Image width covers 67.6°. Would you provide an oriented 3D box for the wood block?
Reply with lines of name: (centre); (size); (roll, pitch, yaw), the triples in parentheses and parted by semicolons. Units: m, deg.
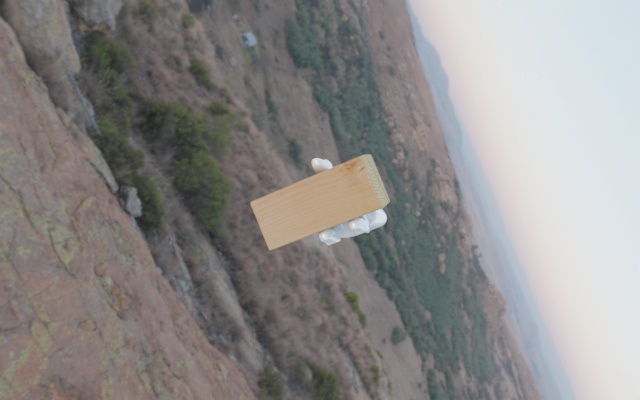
wood block: (0.000, 0.002, 0.810); (0.206, 0.091, 0.090); (-22, 0, 18)
